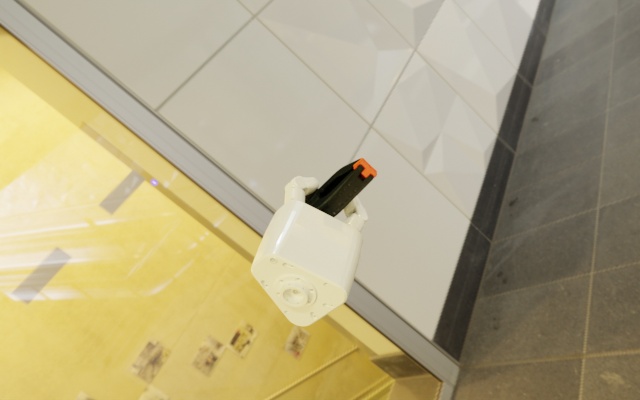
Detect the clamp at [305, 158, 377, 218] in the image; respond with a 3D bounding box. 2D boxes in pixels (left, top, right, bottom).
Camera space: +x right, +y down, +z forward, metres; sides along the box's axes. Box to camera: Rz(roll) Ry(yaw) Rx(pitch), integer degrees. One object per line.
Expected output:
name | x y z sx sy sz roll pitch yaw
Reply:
clamp | 0.000 0.002 0.679 0.210 0.036 0.164 -41 16 32
